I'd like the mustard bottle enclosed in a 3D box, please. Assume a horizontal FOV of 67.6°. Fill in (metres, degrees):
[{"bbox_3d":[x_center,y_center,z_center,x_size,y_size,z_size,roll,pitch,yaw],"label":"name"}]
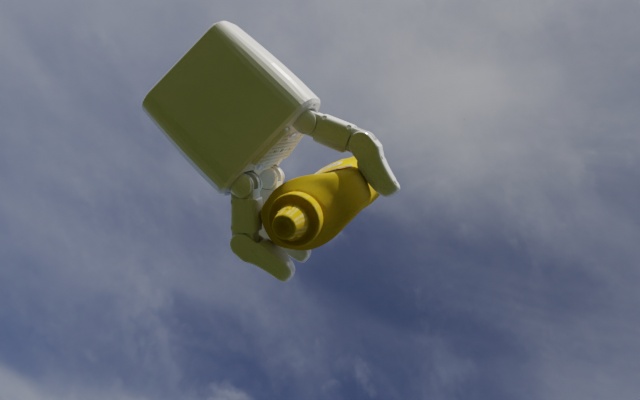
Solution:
[{"bbox_3d":[0.000,0.002,0.423,0.096,0.058,0.191,-22,3,19],"label":"mustard bottle"}]
